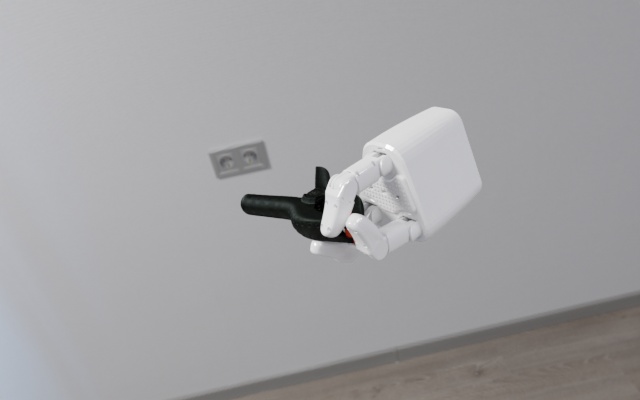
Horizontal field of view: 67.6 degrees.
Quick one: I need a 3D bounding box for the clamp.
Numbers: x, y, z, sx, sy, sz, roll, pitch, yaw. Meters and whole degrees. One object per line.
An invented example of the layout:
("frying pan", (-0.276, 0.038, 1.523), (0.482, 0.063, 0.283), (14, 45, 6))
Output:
("clamp", (0.000, 0.001, 0.538), (0.120, 0.039, 0.171), (-34, 36, -29))
